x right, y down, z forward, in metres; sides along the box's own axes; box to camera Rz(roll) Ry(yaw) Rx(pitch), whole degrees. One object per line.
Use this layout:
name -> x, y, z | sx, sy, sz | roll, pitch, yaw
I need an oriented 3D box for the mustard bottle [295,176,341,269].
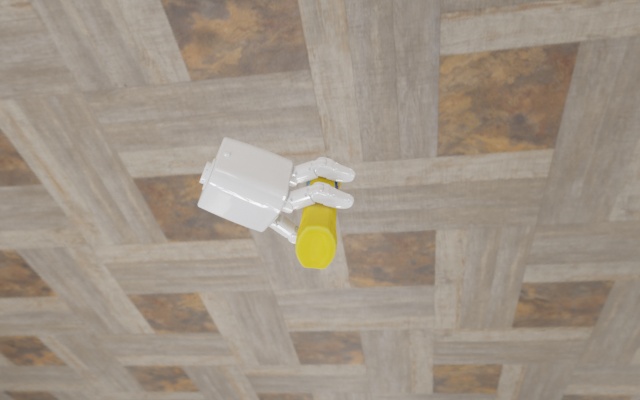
mustard bottle -> 0.000, 0.003, 0.725 | 0.058, 0.191, 0.096 | 4, -45, 2
